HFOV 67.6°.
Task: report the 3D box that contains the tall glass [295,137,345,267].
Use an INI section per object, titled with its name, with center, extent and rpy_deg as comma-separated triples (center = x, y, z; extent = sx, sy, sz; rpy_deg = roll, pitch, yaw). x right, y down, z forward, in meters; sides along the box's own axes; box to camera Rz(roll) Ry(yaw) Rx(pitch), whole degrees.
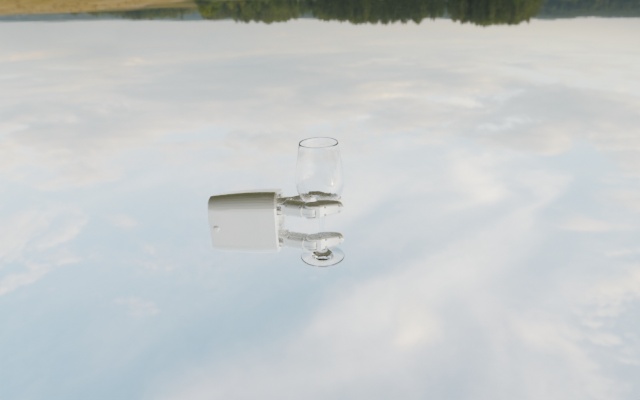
[tall glass]
center = 0.000, 0.003, 0.772
extent = 0.079, 0.201, 0.079
rpy_deg = -2, 22, 1
